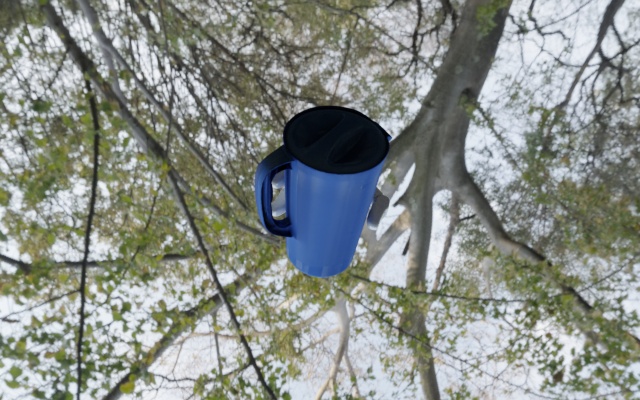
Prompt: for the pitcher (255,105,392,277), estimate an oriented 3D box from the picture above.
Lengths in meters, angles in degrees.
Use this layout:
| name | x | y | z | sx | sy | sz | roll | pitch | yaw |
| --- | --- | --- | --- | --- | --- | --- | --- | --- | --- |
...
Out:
| name | x | y | z | sx | sy | sz | roll | pitch | yaw |
| --- | --- | --- | --- | --- | --- | --- | --- | --- | --- |
| pitcher | 0.000 | 0.002 | 0.669 | 0.149 | 0.243 | 0.145 | 16 | 47 | 8 |
